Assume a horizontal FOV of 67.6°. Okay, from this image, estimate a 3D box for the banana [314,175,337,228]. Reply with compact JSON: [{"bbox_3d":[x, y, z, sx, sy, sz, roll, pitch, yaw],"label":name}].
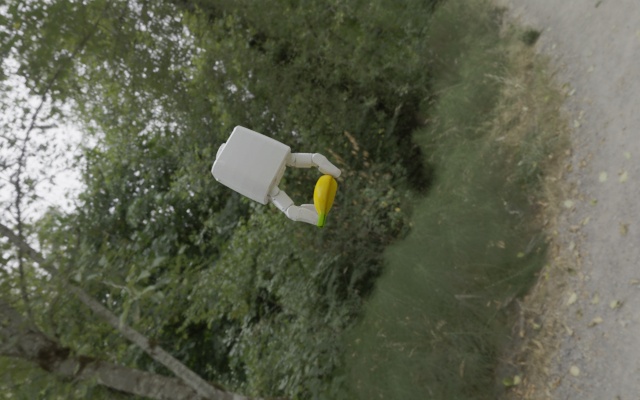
[{"bbox_3d":[0.006,-0.013,0.860,0.037,0.070,0.197,21,15,-1],"label":"banana"}]
